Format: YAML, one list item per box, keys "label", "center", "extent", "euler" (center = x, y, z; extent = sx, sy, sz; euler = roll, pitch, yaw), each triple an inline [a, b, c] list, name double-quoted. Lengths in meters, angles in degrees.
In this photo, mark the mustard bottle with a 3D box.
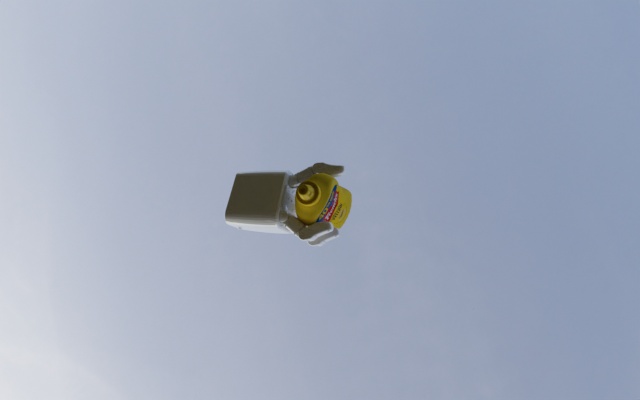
- label: "mustard bottle"
  center: [0.001, 0.003, 0.840]
  extent: [0.058, 0.096, 0.192]
  euler: [28, -3, 21]
